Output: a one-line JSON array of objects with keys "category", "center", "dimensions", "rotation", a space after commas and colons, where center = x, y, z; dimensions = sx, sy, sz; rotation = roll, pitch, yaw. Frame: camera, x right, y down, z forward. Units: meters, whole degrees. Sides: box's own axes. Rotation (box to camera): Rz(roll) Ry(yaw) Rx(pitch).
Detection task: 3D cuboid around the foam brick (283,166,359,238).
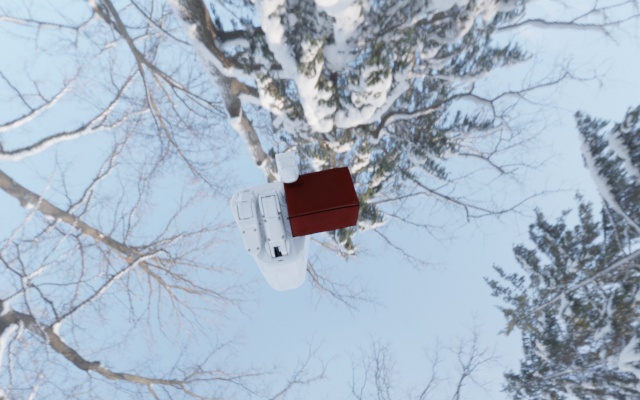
[{"category": "foam brick", "center": [0.000, 0.002, 0.541], "dimensions": [0.078, 0.053, 0.051], "rotation": [-10, -30, -3]}]
